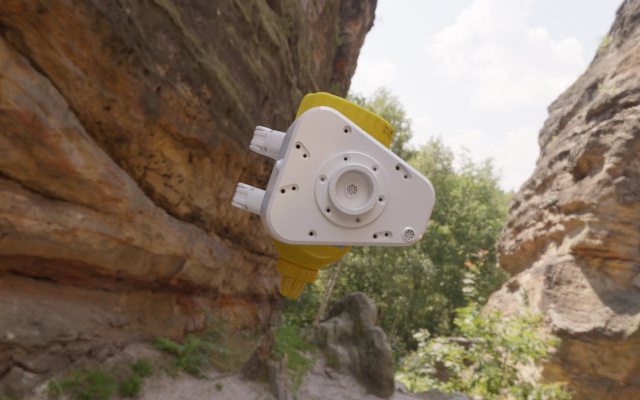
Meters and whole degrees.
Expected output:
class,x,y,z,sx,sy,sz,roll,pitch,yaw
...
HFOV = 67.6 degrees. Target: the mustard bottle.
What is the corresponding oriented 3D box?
class,x,y,z,sx,sy,sz,roll,pitch,yaw
mustard bottle,0.000,0.001,0.462,0.096,0.191,0.058,20,-2,-31
